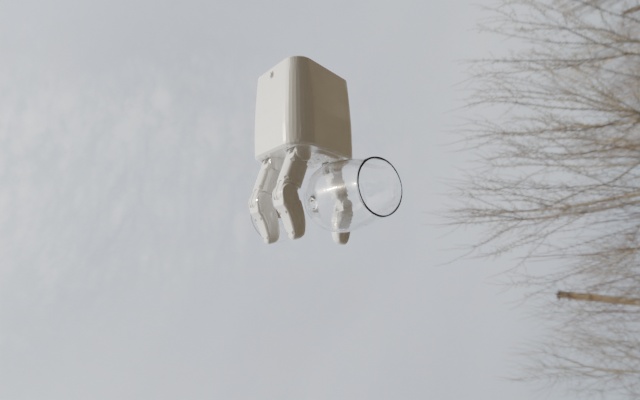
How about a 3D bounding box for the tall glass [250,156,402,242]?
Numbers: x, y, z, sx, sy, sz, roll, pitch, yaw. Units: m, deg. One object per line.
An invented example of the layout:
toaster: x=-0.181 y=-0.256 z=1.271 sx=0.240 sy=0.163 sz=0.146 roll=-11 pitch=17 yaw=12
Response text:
tall glass: x=0.000 y=0.002 z=0.550 sx=0.079 sy=0.079 sz=0.201 roll=0 pitch=-9 yaw=-37
